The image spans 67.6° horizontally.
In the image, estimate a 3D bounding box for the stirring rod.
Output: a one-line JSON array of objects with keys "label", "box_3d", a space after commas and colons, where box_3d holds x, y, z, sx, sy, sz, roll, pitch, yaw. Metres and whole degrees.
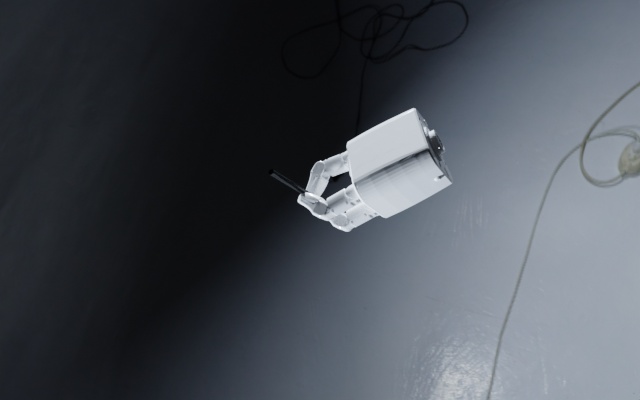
[{"label": "stirring rod", "box_3d": [0.000, 0.002, 0.699, 0.011, 0.011, 0.240, 0, -19, 33]}]
